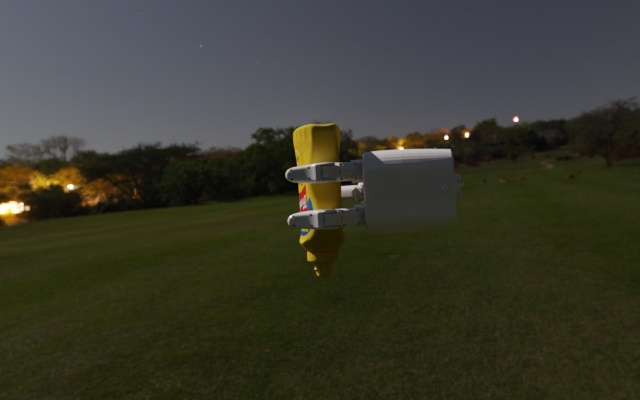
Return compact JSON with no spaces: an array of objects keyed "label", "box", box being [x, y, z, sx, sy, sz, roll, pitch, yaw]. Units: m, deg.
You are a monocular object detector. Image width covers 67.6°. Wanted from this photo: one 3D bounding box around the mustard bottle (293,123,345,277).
[{"label":"mustard bottle","box":[0.000,0.002,0.615,0.058,0.191,0.096,-4,1,-13]}]
